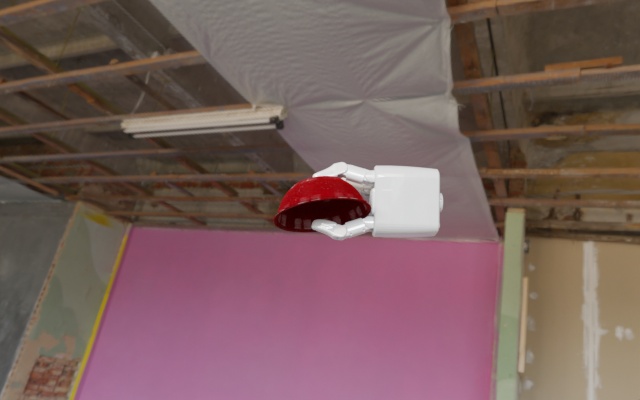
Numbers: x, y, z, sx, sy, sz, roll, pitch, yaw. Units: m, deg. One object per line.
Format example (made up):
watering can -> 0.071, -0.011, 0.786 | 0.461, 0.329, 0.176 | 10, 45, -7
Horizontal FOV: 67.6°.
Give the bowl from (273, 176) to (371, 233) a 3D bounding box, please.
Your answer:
bowl -> -0.001, 0.002, 0.789 | 0.162, 0.055, 0.162 | -8, -20, -3
